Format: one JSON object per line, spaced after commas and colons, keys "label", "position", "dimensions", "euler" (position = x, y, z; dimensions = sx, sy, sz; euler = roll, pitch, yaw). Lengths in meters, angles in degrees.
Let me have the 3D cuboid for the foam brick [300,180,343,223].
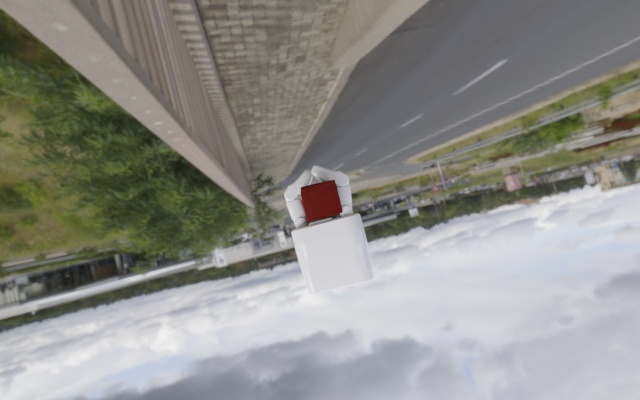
{"label": "foam brick", "position": [0.000, 0.002, 0.725], "dimensions": [0.053, 0.051, 0.078], "euler": [-14, -4, -3]}
